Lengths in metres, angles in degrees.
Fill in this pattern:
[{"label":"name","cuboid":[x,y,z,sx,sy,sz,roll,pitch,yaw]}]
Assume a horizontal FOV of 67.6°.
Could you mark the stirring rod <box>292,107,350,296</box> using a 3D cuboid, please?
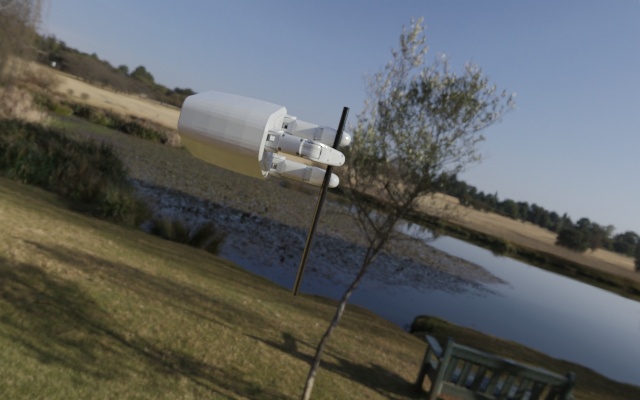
[{"label":"stirring rod","cuboid":[0.000,0.002,0.590,0.011,0.239,0.011,15,3,-1]}]
